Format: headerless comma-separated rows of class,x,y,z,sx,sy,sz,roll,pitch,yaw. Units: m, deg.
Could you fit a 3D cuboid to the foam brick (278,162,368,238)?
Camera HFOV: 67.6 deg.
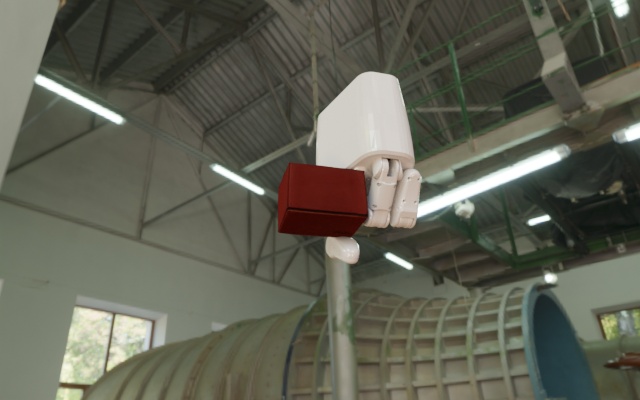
foam brick,0.000,0.002,0.463,0.078,0.051,0.053,6,-29,-15
